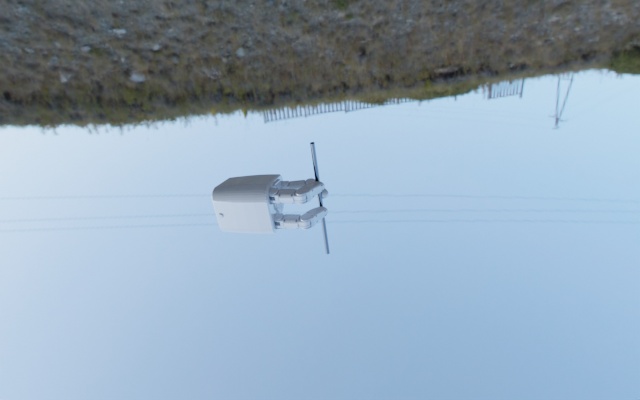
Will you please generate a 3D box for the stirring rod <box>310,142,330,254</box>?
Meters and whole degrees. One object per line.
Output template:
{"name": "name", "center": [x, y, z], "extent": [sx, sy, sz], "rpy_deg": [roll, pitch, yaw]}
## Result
{"name": "stirring rod", "center": [0.000, 0.003, 0.876], "extent": [0.011, 0.240, 0.011], "rpy_deg": [-6, 33, 4]}
